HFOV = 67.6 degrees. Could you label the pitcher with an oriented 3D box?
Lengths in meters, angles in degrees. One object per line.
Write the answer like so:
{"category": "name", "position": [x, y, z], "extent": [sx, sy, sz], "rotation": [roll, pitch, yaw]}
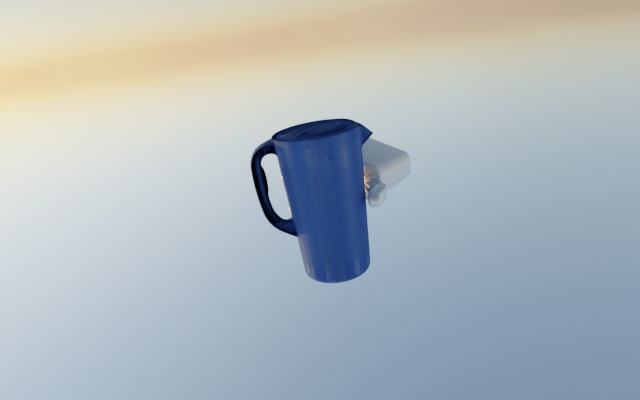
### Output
{"category": "pitcher", "position": [0.000, 0.002, 0.741], "extent": [0.149, 0.243, 0.145], "rotation": [7, 25, 38]}
